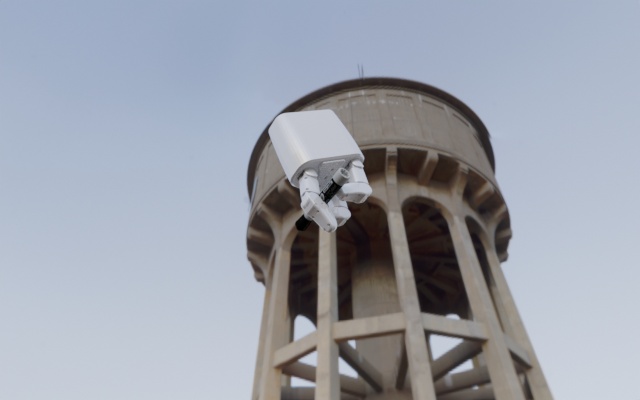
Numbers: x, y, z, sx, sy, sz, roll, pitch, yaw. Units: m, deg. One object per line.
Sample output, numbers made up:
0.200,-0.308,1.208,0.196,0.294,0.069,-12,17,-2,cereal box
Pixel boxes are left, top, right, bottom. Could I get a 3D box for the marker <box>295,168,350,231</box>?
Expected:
0.000,0.002,0.658,0.020,0.020,0.121,0,-39,-43,marker
